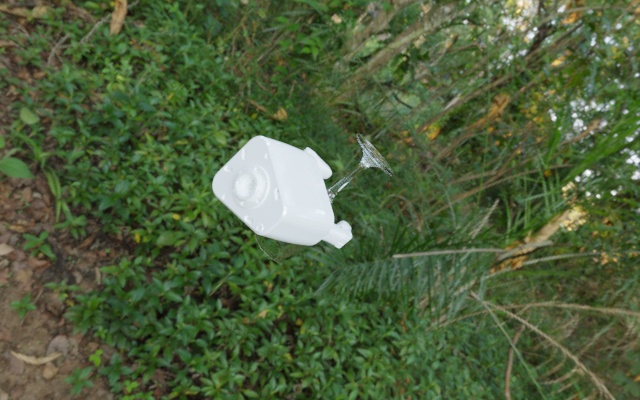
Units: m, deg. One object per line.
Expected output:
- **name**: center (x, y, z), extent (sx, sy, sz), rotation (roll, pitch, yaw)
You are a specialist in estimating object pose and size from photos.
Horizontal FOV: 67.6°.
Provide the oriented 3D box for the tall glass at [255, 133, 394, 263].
- **tall glass**: center (0.001, 0.002, 0.654), extent (0.201, 0.079, 0.079), rotation (-41, -14, 17)
